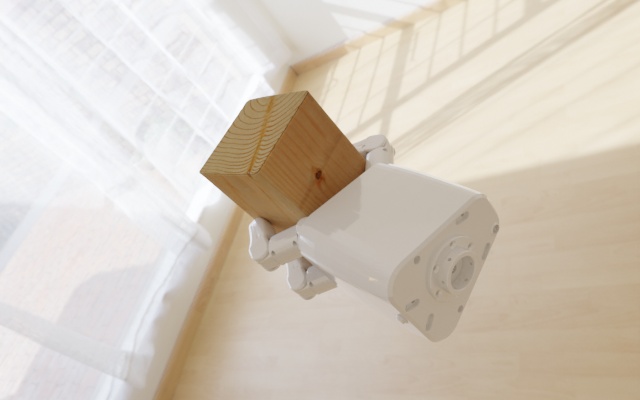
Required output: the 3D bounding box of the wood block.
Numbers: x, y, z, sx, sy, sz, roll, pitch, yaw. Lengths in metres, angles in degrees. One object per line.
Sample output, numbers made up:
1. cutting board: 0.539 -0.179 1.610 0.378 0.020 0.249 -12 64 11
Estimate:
1. wood block: 0.000 0.001 0.465 0.090 0.090 0.206 4 -32 46
